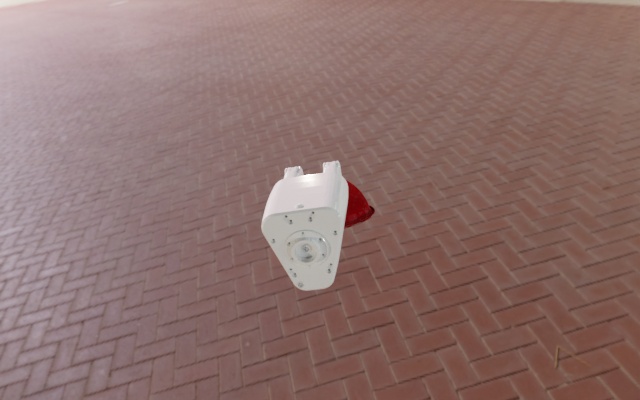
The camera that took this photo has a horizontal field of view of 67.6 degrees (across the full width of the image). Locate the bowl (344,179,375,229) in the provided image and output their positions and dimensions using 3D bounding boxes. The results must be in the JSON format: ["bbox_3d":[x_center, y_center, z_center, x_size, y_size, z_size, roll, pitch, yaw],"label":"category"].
[{"bbox_3d":[0.000,0.002,0.735,0.162,0.055,0.162,-9,12,2],"label":"bowl"}]
